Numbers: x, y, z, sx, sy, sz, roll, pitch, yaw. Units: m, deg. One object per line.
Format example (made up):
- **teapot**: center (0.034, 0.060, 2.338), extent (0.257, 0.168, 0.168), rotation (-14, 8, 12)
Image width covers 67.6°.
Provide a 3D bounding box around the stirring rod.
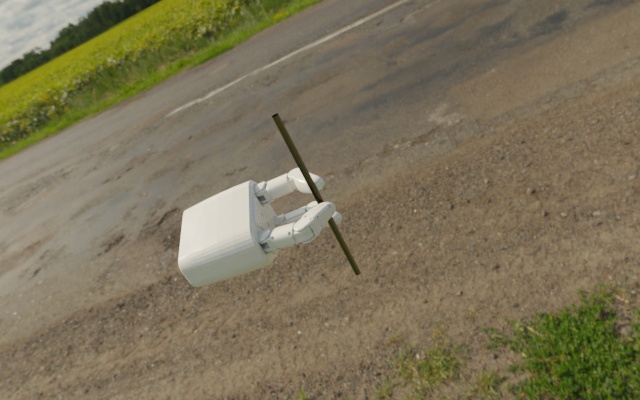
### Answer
- **stirring rod**: center (0.000, 0.002, 0.573), extent (0.011, 0.240, 0.011), rotation (-21, 29, 12)
